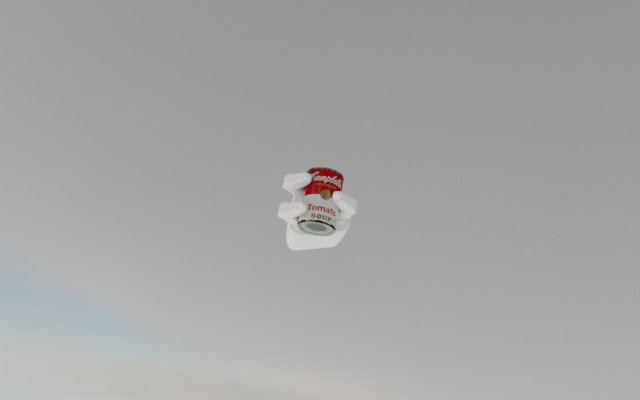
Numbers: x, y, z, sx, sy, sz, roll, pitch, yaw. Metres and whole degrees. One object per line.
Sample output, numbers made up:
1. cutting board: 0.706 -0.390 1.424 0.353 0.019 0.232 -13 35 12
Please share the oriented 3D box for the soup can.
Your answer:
1. soup can: 0.000 0.003 0.822 0.068 0.102 0.068 8 -24 4
